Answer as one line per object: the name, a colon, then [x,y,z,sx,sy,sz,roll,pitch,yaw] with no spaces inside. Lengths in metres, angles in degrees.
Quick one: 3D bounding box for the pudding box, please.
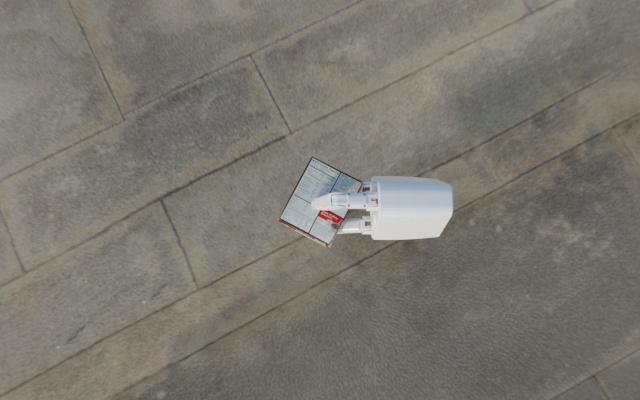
pudding box: [0.000,0.002,0.728,0.090,0.113,0.039,28,-9,4]
